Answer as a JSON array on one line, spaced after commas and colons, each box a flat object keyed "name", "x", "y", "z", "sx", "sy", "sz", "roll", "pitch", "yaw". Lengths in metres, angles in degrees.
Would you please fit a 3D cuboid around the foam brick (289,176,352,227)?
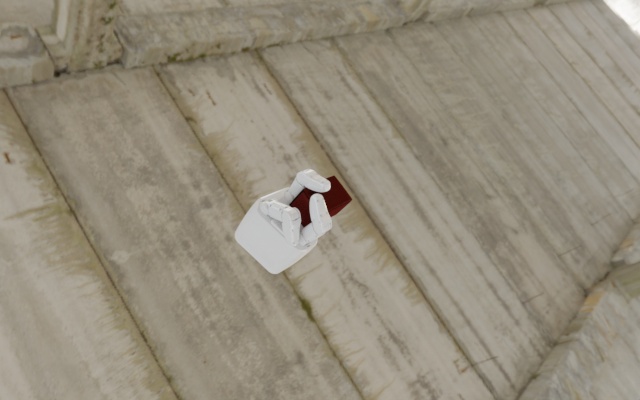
[{"name": "foam brick", "x": 0.000, "y": 0.002, "z": 0.773, "sx": 0.078, "sy": 0.053, "sz": 0.051, "roll": -25, "pitch": -15, "yaw": -41}]
